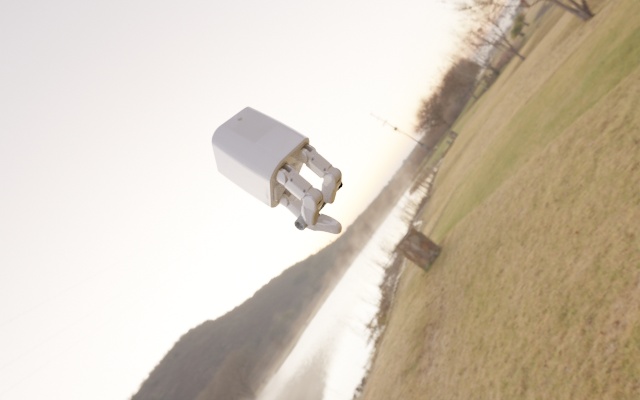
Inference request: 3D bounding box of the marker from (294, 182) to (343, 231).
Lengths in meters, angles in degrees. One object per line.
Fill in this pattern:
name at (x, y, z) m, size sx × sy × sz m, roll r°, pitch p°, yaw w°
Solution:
marker at (0.000, 0.002, 0.706) m, size 0.020 × 0.020 × 0.121 m, roll 0°, pitch 33°, yaw 37°
